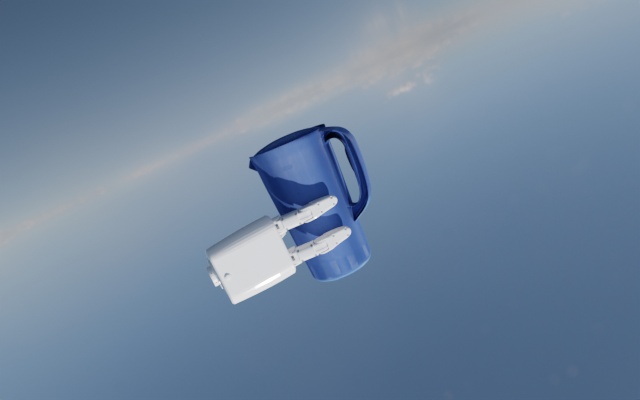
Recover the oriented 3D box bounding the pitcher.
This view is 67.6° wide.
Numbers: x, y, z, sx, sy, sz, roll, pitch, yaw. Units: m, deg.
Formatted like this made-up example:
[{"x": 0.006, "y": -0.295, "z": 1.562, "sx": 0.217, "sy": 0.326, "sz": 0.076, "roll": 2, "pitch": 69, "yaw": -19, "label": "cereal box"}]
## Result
[{"x": 0.000, "y": 0.003, "z": 0.781, "sx": 0.145, "sy": 0.243, "sz": 0.149, "roll": -29, "pitch": 13, "yaw": -19, "label": "pitcher"}]
